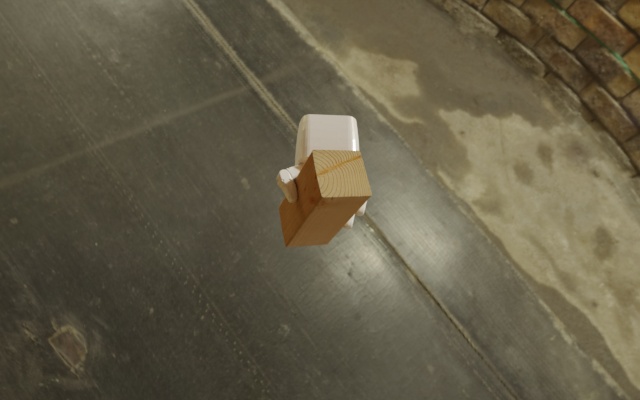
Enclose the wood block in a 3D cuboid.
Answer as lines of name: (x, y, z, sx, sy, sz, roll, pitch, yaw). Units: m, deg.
wood block: (0.000, 0.002, 0.853, 0.091, 0.090, 0.206, -1, -27, -22)
